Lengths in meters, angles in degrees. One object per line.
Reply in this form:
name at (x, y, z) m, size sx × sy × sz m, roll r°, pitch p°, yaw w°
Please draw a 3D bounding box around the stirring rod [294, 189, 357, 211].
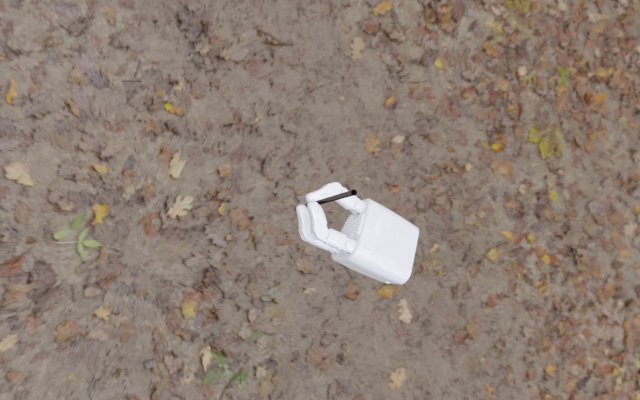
stirring rod at (0.000, 0.002, 0.719) m, size 0.011 × 0.011 × 0.239 m, roll 0°, pitch -6°, yaw -21°
